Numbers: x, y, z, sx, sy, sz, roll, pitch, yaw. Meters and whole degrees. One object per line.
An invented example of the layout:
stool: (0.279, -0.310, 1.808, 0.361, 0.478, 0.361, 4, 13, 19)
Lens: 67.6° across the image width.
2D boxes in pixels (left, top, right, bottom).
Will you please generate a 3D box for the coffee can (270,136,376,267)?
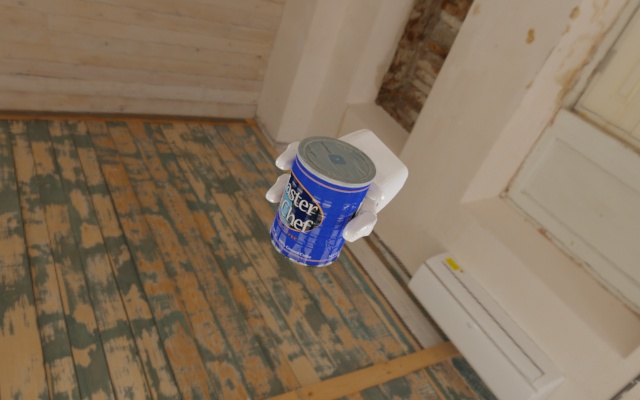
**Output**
coffee can: (0.000, 0.002, 0.626, 0.103, 0.140, 0.102, 15, 34, -10)
